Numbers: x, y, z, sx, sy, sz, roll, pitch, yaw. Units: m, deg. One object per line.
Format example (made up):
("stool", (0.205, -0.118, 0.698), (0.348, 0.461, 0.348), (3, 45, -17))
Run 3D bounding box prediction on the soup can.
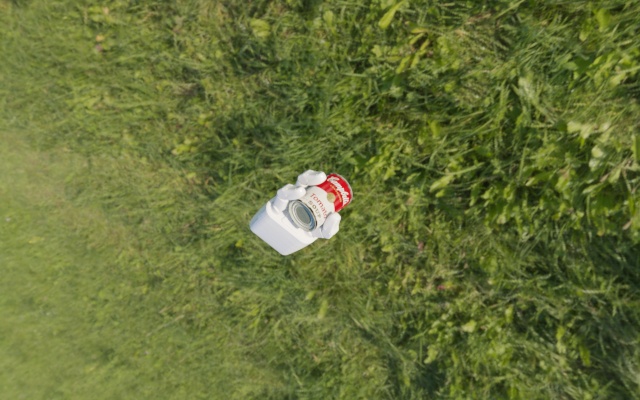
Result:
("soup can", (0.000, 0.003, 0.862), (0.068, 0.068, 0.102), (0, 29, 48))
